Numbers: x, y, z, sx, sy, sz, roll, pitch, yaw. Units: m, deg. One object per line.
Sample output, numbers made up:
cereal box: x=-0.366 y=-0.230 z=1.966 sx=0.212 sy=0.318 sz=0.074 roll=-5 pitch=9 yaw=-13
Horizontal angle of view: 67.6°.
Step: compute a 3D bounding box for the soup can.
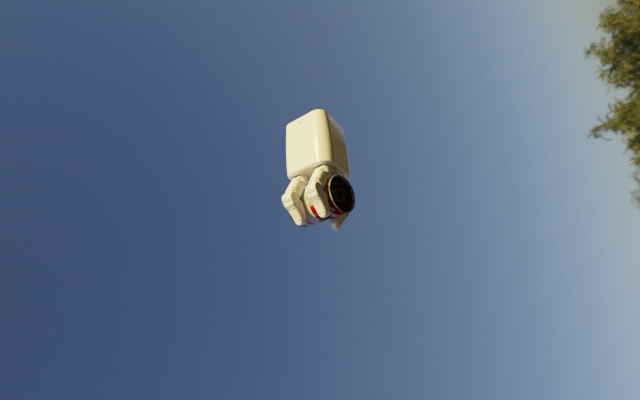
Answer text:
soup can: x=0.000 y=0.003 z=0.839 sx=0.102 sy=0.068 sz=0.068 roll=-21 pitch=-13 yaw=37
